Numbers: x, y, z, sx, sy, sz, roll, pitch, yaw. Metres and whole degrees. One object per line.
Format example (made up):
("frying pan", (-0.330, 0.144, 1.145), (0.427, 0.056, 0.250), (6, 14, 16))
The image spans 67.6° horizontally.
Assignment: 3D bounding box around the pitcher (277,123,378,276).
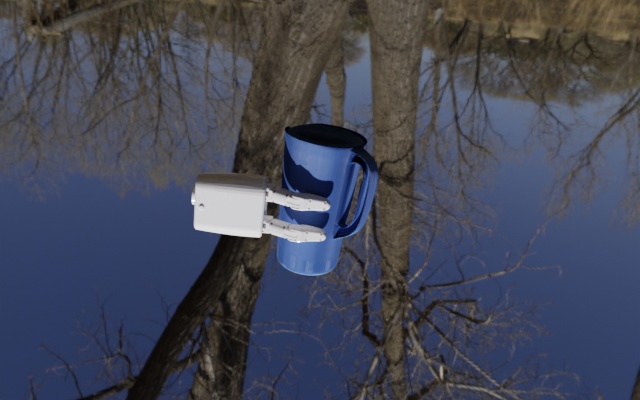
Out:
("pitcher", (0.000, 0.003, 0.794), (0.145, 0.243, 0.149), (6, 23, -7))
